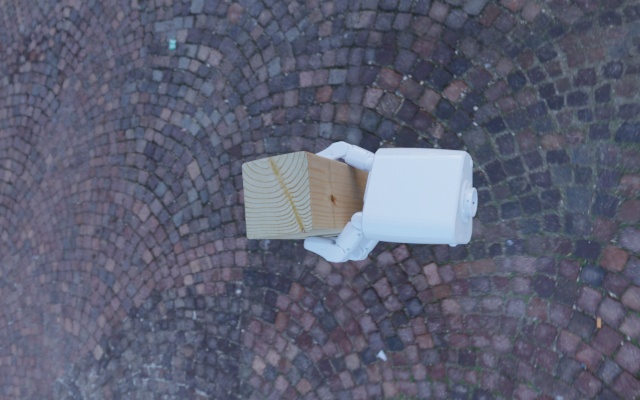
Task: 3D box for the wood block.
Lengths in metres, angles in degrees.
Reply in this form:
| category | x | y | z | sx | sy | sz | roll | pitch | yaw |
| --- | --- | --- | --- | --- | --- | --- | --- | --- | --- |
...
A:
| category | x | y | z | sx | sy | sz | roll | pitch | yaw |
| --- | --- | --- | --- | --- | --- | --- | --- | --- | --- |
| wood block | 0.000 | 0.002 | 0.617 | 0.090 | 0.091 | 0.206 | -9 | -8 | 28 |
